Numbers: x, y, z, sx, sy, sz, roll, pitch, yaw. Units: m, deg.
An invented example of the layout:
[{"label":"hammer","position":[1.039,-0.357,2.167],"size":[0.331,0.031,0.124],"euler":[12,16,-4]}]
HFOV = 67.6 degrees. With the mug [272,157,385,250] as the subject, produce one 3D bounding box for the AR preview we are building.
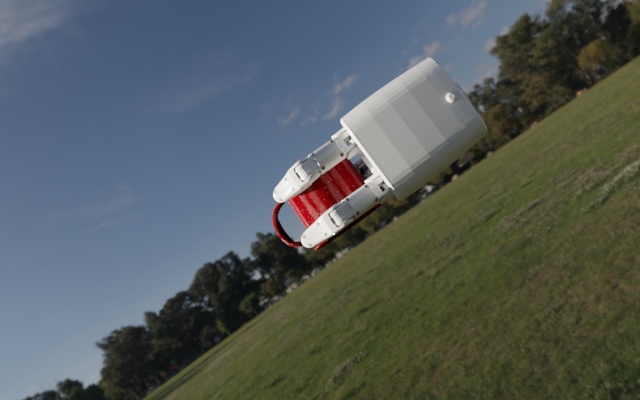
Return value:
[{"label":"mug","position":[-0.001,0.002,0.521],"size":[0.117,0.081,0.093],"euler":[-36,-7,5]}]
